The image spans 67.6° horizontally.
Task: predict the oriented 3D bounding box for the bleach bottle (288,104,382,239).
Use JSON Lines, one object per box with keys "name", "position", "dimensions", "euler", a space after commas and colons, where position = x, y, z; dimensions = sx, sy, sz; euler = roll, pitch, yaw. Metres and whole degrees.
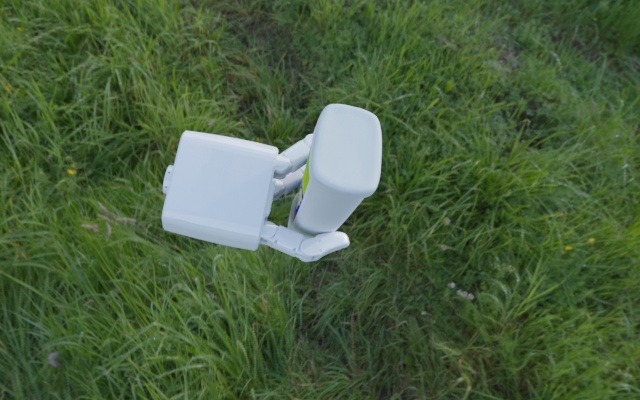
{"name": "bleach bottle", "position": [0.000, 0.002, 0.557], "dimensions": [0.068, 0.102, 0.251], "euler": [12, -29, -8]}
